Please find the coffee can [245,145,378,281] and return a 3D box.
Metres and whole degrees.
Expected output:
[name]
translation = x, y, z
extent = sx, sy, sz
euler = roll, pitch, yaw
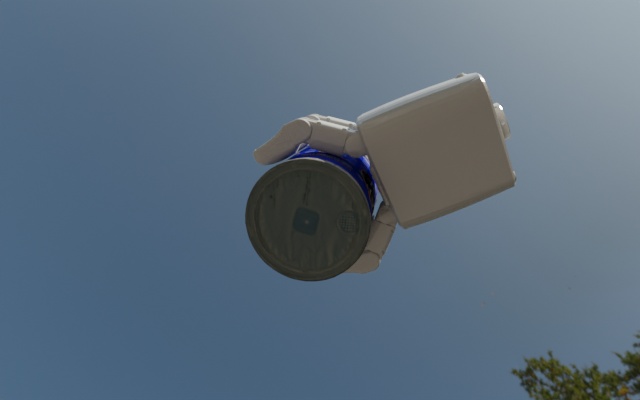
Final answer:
[coffee can]
translation = 0.000, 0.002, 0.448
extent = 0.103, 0.103, 0.140
euler = 0, 13, 10
